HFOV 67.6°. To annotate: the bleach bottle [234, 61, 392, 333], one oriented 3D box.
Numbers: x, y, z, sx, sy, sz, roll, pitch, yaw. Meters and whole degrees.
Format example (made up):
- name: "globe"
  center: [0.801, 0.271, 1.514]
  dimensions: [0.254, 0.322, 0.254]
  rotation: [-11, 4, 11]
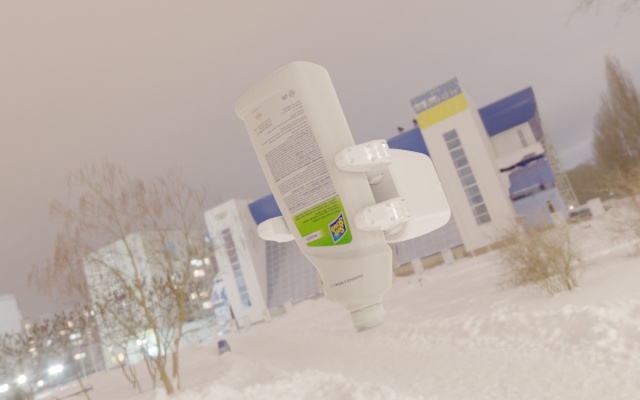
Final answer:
- name: "bleach bottle"
  center: [0.000, 0.001, 0.458]
  dimensions: [0.102, 0.250, 0.068]
  rotation: [-26, -12, 36]
